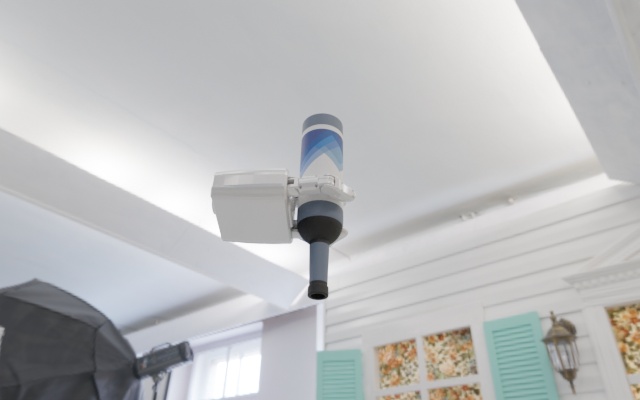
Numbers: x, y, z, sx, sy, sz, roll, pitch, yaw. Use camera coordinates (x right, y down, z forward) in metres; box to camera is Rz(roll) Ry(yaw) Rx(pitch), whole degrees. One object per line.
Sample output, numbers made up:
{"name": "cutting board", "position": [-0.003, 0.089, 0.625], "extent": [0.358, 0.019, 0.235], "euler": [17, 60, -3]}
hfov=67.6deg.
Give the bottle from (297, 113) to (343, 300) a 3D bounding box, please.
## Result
{"name": "bottle", "position": [0.000, 0.002, 0.701], "extent": [0.069, 0.295, 0.069], "euler": [1, -34, 1]}
